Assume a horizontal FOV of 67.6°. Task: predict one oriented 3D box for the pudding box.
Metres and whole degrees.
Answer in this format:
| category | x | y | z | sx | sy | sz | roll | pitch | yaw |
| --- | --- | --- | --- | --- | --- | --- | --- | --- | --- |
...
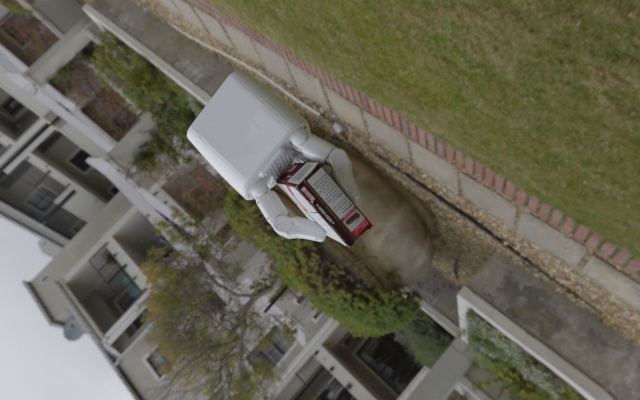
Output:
| category | x | y | z | sx | sy | sz | roll | pitch | yaw |
| --- | --- | --- | --- | --- | --- | --- | --- | --- | --- |
| pudding box | 0.000 | 0.002 | 0.535 | 0.039 | 0.090 | 0.113 | -44 | 14 | -7 |
